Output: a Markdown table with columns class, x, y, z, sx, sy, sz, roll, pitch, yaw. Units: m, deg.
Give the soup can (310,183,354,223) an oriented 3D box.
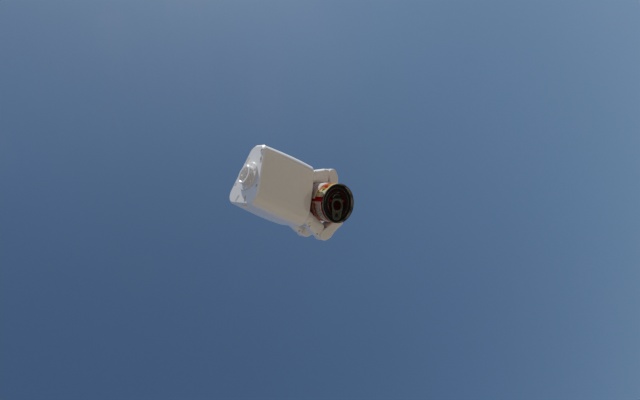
| class | x | y | z | sx | sy | sz | roll | pitch | yaw |
| --- | --- | --- | --- | --- | --- | --- | --- | --- | --- |
| soup can | 0.000 | 0.003 | 0.845 | 0.068 | 0.068 | 0.102 | 0 | 2 | -37 |
